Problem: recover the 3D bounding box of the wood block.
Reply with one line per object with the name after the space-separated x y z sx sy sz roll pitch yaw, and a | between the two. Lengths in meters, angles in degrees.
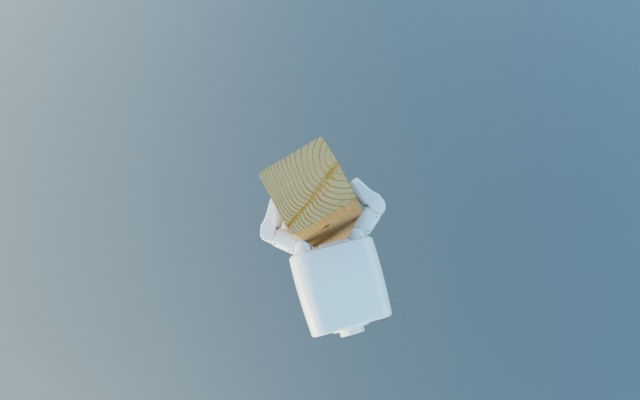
0.001 0.002 0.656 0.091 0.090 0.206 -29 -14 2 | wood block
